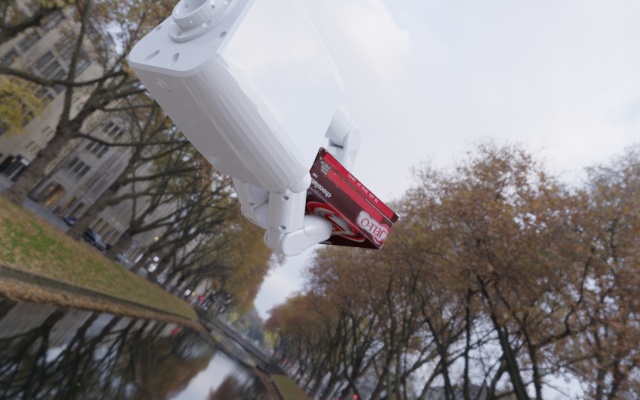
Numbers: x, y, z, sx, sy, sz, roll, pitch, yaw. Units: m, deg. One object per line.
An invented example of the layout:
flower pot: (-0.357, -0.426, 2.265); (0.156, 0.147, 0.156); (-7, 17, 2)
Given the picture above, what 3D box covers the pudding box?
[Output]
pudding box: (0.000, 0.001, 0.414); (0.090, 0.039, 0.113); (42, -17, -19)
